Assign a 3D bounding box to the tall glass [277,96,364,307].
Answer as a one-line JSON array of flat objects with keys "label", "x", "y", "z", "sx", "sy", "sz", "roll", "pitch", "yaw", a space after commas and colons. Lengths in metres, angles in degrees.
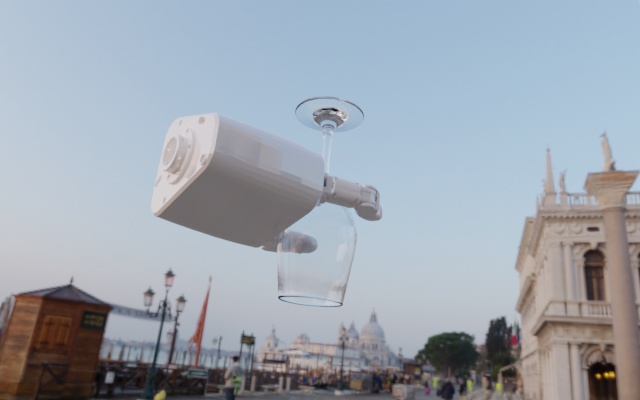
[{"label": "tall glass", "x": 0.000, "y": 0.001, "z": 0.480, "sx": 0.079, "sy": 0.201, "sz": 0.079, "roll": 5, "pitch": -19, "yaw": 2}]
